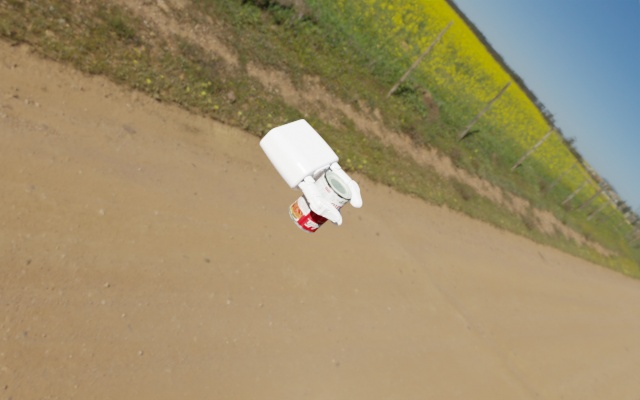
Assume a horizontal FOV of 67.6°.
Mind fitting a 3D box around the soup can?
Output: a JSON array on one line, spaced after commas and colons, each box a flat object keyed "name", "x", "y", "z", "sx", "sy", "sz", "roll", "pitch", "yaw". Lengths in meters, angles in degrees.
[{"name": "soup can", "x": 0.001, "y": 0.003, "z": 0.876, "sx": 0.102, "sy": 0.068, "sz": 0.068, "roll": -43, "pitch": -21, "yaw": 25}]
